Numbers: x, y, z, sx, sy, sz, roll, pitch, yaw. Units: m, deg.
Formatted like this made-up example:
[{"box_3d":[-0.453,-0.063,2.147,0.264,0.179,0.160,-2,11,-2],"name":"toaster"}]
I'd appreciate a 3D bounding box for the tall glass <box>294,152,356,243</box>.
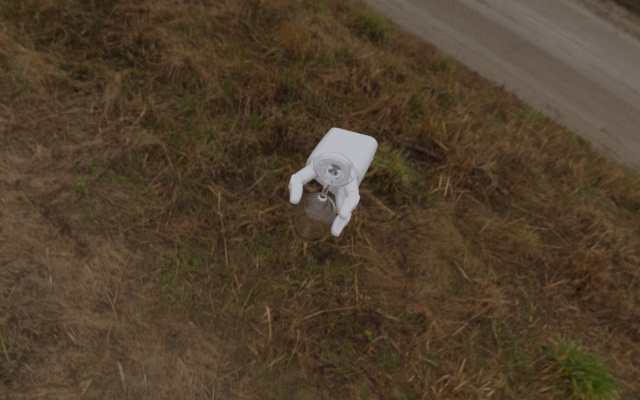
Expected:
[{"box_3d":[0.000,0.003,0.886,0.079,0.079,0.201,0,-36,-18],"name":"tall glass"}]
